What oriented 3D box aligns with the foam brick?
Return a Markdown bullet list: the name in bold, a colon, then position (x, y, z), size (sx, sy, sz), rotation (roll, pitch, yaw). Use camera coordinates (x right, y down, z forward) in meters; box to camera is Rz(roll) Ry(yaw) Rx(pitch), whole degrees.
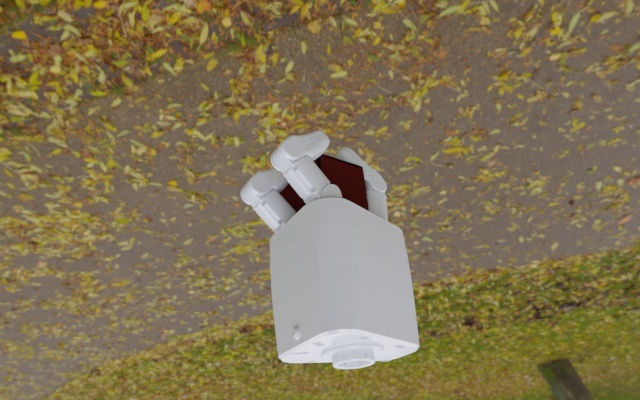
- **foam brick**: position (0.000, 0.002, 0.450), size (0.053, 0.051, 0.078), rotation (14, -36, -28)
